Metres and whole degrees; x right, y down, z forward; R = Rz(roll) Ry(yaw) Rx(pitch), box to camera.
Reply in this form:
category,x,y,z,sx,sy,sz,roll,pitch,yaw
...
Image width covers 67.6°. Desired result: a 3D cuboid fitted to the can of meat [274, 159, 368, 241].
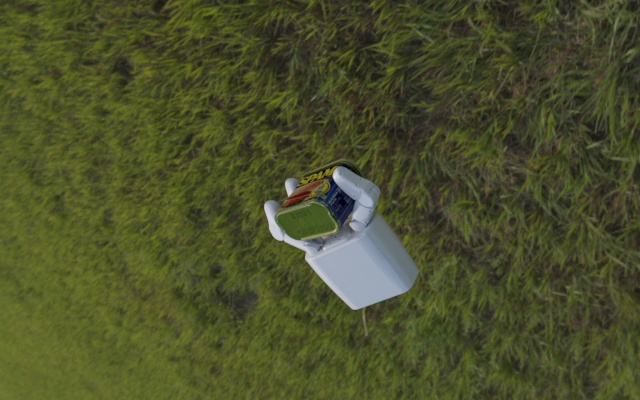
category,x,y,z,sx,sy,sz,roll,pitch,yaw
can of meat,0.000,0.002,0.608,0.102,0.057,0.084,-17,28,45
